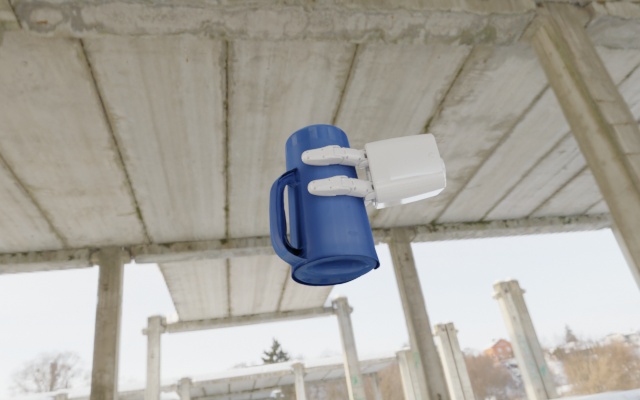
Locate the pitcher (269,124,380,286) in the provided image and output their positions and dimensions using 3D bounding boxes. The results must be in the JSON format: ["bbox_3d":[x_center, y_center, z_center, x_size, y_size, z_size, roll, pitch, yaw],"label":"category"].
[{"bbox_3d":[0.000,0.002,0.747,0.145,0.242,0.149,-10,-27,3],"label":"pitcher"}]
